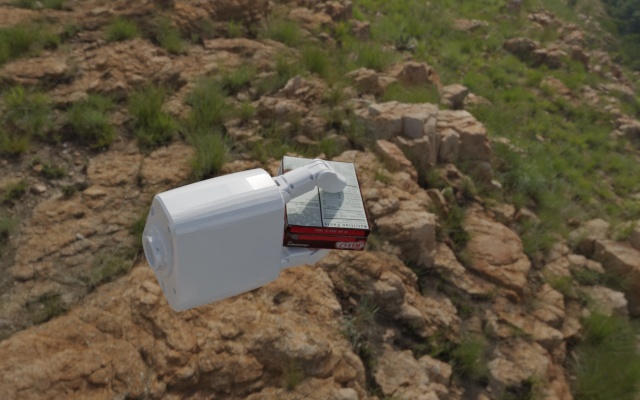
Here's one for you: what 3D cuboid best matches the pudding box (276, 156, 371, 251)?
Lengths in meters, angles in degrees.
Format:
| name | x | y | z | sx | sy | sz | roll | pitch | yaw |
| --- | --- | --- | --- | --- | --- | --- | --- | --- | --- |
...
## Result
| name | x | y | z | sx | sy | sz | roll | pitch | yaw |
| --- | --- | --- | --- | --- | --- | --- | --- | --- | --- |
| pudding box | 0.000 | 0.002 | 0.522 | 0.090 | 0.113 | 0.039 | 5 | -45 | -13 |
